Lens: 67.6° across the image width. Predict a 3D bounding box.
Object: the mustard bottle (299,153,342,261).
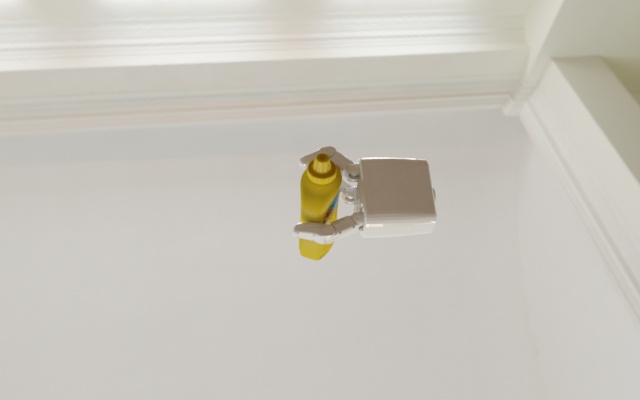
[{"bbox_3d":[0.000,0.002,0.715,0.058,0.096,0.192,17,-37,10],"label":"mustard bottle"}]
